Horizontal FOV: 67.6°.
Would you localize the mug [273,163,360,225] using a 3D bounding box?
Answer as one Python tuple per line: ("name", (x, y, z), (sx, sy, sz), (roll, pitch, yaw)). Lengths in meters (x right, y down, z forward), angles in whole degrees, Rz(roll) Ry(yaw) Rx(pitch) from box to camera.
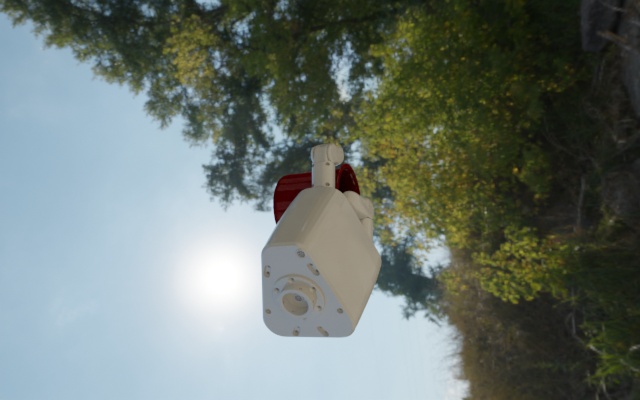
("mug", (0.000, 0.001, 0.569), (0.081, 0.093, 0.117), (-5, 24, 20))
